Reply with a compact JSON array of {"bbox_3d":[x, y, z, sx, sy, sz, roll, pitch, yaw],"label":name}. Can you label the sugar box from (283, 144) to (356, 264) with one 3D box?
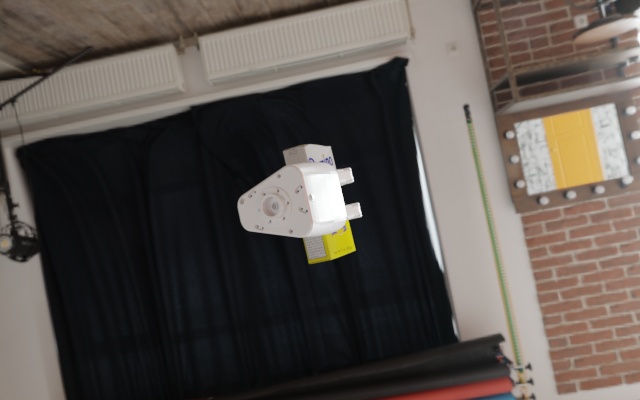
[{"bbox_3d":[0.001,0.002,0.743,0.048,0.176,0.093,-12,-1,28],"label":"sugar box"}]
